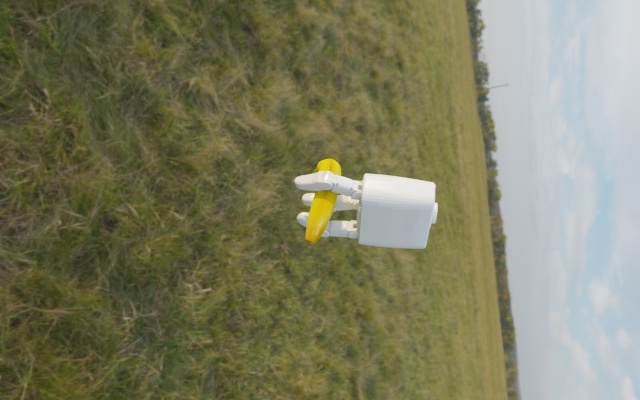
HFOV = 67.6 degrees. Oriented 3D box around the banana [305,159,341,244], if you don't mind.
[{"bbox_3d":[0.007,-0.014,0.747,0.037,0.070,0.197,19,33,-8],"label":"banana"}]
